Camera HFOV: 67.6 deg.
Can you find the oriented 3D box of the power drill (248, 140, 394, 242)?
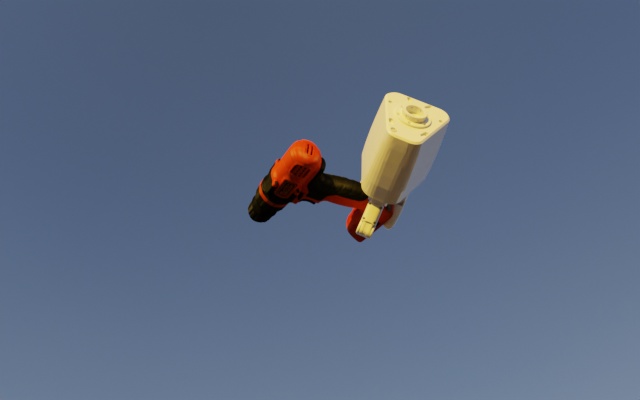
[{"bbox_3d":[0.001,0.002,0.718,0.188,0.057,0.184,20,-38,-22],"label":"power drill"}]
